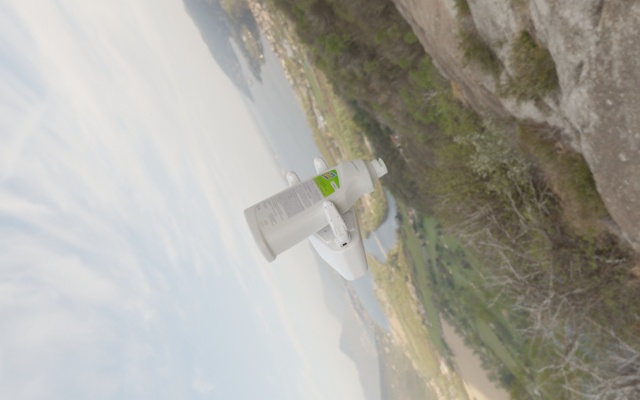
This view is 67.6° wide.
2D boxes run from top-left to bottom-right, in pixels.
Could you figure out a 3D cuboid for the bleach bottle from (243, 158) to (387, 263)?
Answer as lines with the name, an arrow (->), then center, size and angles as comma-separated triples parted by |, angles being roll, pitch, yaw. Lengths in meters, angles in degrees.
bleach bottle -> 0.000, 0.003, 0.806 | 0.251, 0.102, 0.068 | -27, -41, -3
